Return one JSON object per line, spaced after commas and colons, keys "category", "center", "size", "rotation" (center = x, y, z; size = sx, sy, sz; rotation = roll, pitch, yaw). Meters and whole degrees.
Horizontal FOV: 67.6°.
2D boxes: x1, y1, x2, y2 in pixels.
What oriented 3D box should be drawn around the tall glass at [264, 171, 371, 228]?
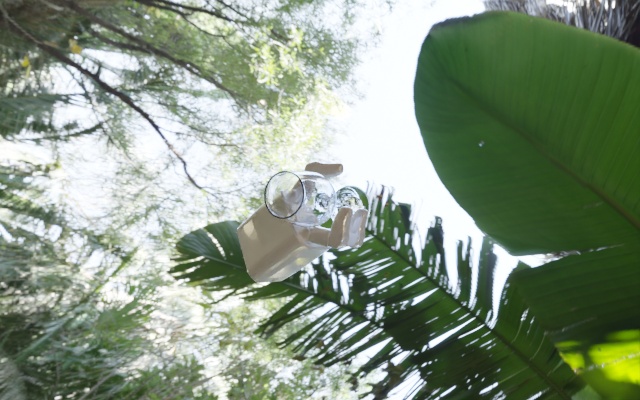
{"category": "tall glass", "center": [0.001, 0.002, 0.696], "size": [0.079, 0.079, 0.201], "rotation": [0, -6, 28]}
